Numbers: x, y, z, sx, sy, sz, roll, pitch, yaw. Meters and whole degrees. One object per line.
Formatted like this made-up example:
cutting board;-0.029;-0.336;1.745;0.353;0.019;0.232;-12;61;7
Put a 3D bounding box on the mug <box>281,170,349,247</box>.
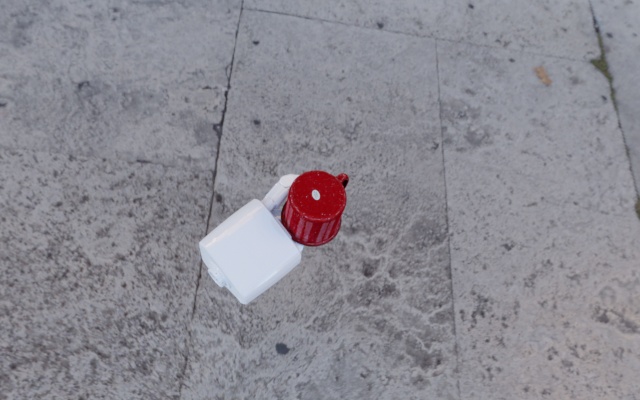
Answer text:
mug;0.001;0.001;0.693;0.117;0.093;0.081;-39;-14;-23
